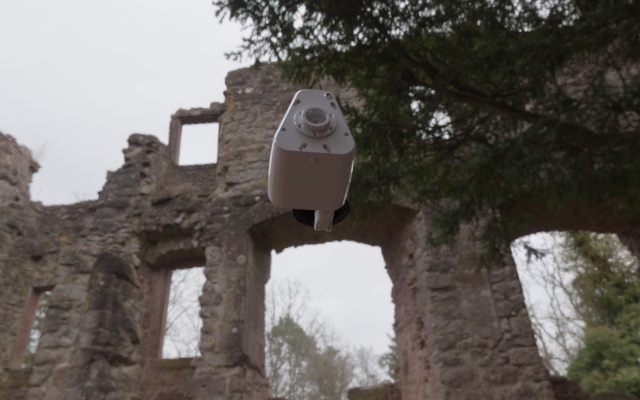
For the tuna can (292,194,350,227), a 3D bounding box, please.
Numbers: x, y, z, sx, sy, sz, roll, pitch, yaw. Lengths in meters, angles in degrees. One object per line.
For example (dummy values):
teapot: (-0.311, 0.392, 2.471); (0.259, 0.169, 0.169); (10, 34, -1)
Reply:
tuna can: (0.000, 0.002, 0.709); (0.086, 0.033, 0.086); (-2, -37, -2)
